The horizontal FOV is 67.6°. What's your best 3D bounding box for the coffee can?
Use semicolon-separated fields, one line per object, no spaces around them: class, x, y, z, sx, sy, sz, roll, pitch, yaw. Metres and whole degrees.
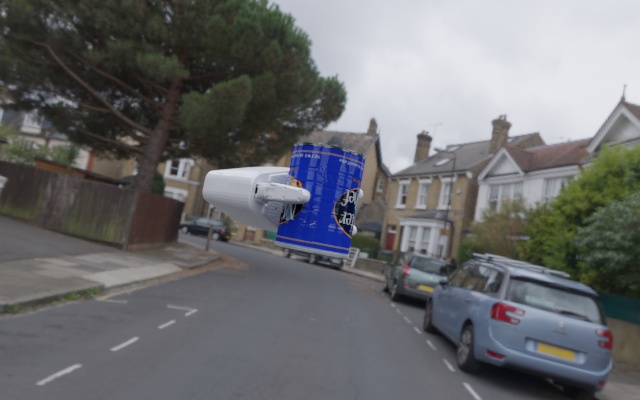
coffee can;0.000;0.002;0.652;0.103;0.140;0.103;11;-5;1
